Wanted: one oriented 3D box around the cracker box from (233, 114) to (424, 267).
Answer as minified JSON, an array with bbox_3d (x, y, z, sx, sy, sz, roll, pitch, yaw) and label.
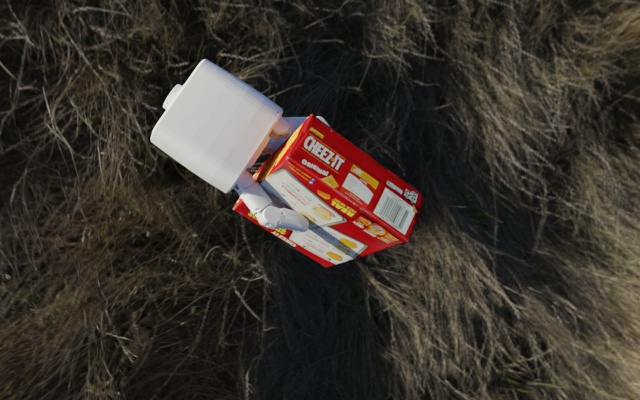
[{"bbox_3d":[0.000,0.002,0.599,0.164,0.072,0.214,34,-26,-13],"label":"cracker box"}]
